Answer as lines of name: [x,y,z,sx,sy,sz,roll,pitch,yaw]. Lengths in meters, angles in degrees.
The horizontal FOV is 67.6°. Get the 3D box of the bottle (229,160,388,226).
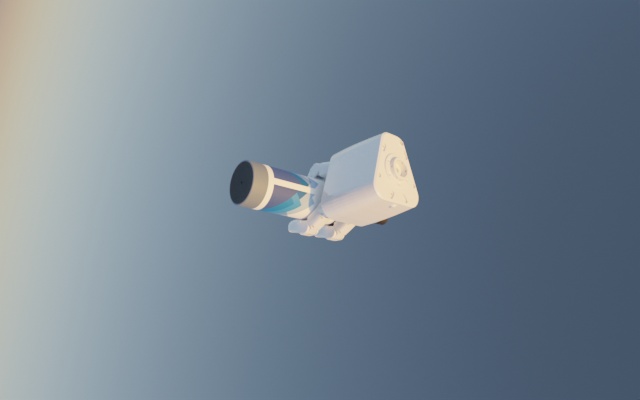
bottle: [0.000,0.002,0.764,0.296,0.069,0.069,14,-9,-38]
